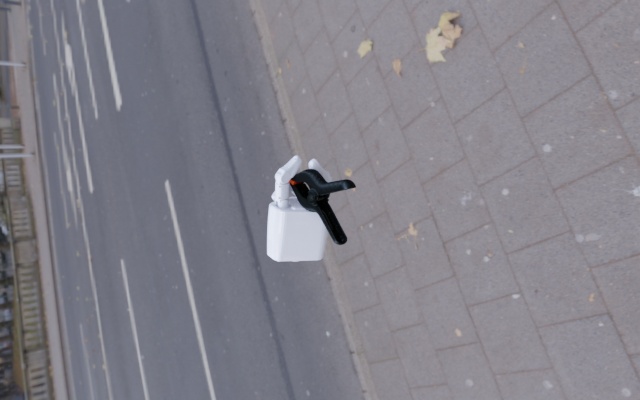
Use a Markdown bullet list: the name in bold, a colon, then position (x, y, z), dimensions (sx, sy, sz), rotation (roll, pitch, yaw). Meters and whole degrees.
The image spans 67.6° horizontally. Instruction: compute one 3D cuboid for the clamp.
- **clamp**: position (0.000, 0.003, 0.852), dimensions (0.039, 0.120, 0.171), rotation (-5, 20, -35)
